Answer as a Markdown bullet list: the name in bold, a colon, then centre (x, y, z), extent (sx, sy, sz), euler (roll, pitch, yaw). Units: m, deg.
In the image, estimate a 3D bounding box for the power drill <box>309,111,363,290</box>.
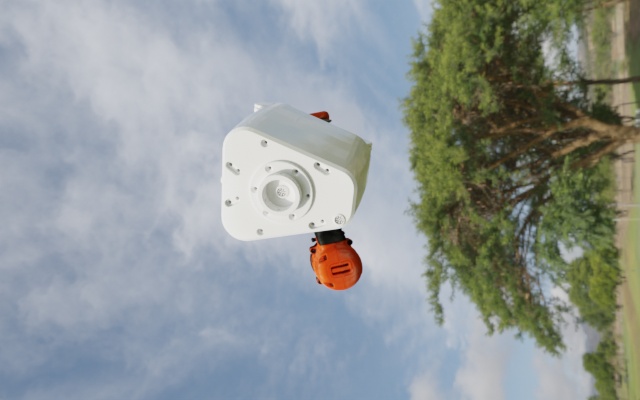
- **power drill**: centre (0.000, 0.001, 0.547), extent (0.057, 0.187, 0.184), euler (-15, 0, -5)
